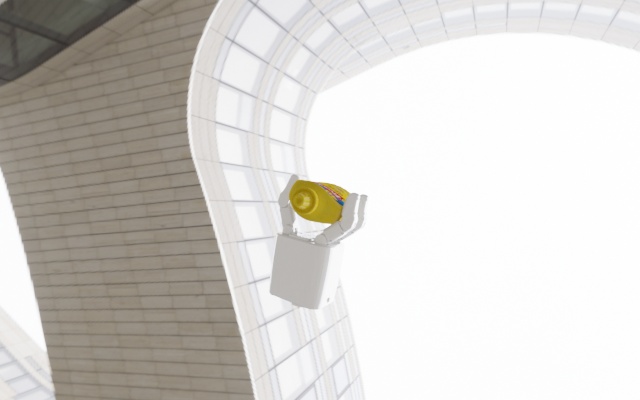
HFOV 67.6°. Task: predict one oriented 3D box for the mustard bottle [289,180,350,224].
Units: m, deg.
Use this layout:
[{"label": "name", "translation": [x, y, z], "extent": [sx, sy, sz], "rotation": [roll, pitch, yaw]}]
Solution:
[{"label": "mustard bottle", "translation": [0.000, 0.002, 0.787], "extent": [0.096, 0.058, 0.191], "rotation": [36, 11, 17]}]
